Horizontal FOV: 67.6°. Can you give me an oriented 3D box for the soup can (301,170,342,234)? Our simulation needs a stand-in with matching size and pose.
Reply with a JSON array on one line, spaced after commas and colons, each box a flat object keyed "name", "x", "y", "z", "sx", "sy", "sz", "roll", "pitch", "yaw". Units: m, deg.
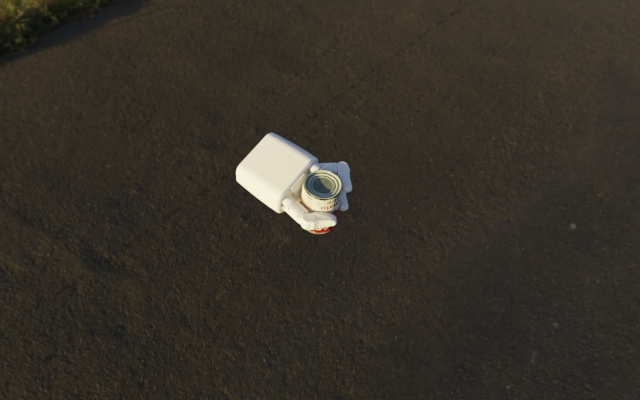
[{"name": "soup can", "x": 0.000, "y": 0.003, "z": 0.845, "sx": 0.068, "sy": 0.068, "sz": 0.102, "roll": 0, "pitch": -38, "yaw": -6}]
